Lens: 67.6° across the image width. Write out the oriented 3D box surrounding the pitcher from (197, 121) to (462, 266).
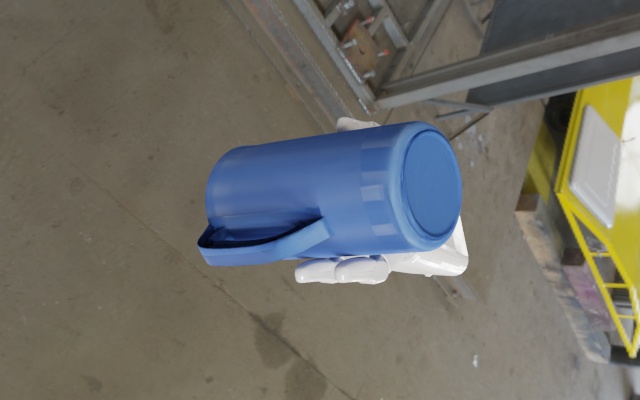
[{"bbox_3d":[0.000,0.002,0.462,0.243,0.149,0.145,-5,-19,44],"label":"pitcher"}]
